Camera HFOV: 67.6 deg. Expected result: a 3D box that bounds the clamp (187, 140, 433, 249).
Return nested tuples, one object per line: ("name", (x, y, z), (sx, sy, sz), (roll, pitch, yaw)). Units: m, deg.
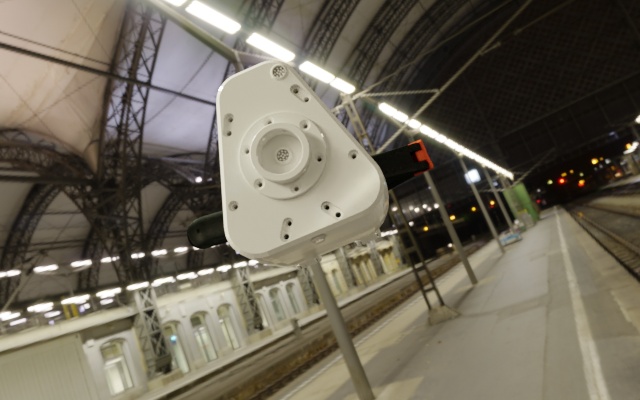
("clamp", (0.000, 0.000, 0.447), (0.210, 0.036, 0.164), (-22, -10, 3))
